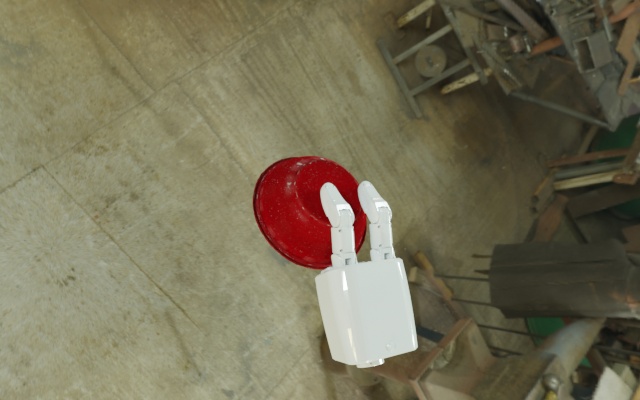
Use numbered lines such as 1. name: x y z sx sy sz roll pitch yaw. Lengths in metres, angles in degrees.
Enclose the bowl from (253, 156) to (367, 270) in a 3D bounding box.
1. bowl: 0.000 0.001 0.599 0.162 0.162 0.055 0 -27 -28
